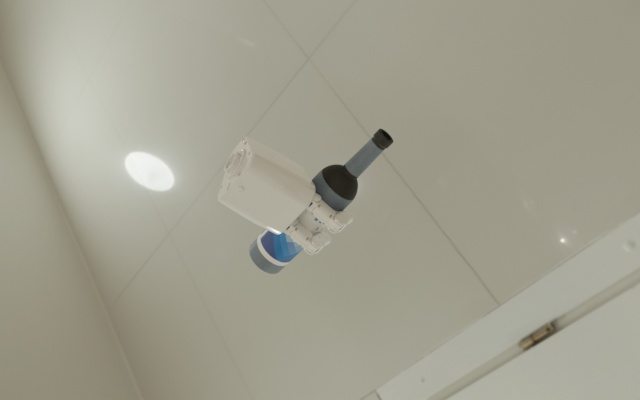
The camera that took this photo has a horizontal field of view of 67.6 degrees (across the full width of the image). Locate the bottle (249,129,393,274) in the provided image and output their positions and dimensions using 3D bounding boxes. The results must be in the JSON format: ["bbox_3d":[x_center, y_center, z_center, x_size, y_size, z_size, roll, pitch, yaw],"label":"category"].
[{"bbox_3d":[0.000,0.003,0.734,0.296,0.069,0.069,-45,-25,27],"label":"bottle"}]
